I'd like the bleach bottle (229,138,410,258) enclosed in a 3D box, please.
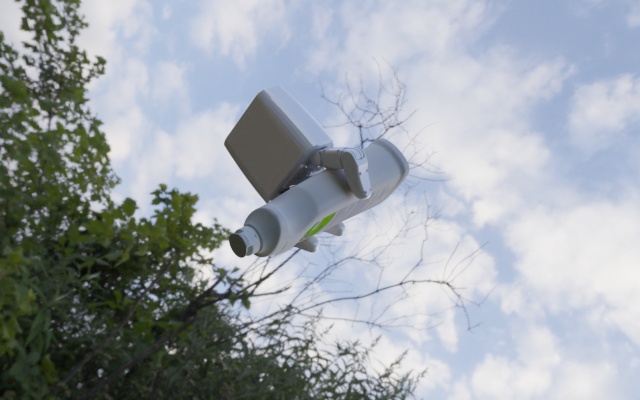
[{"bbox_3d":[0.000,0.002,0.574,0.250,0.068,0.103,-26,-20,-43],"label":"bleach bottle"}]
